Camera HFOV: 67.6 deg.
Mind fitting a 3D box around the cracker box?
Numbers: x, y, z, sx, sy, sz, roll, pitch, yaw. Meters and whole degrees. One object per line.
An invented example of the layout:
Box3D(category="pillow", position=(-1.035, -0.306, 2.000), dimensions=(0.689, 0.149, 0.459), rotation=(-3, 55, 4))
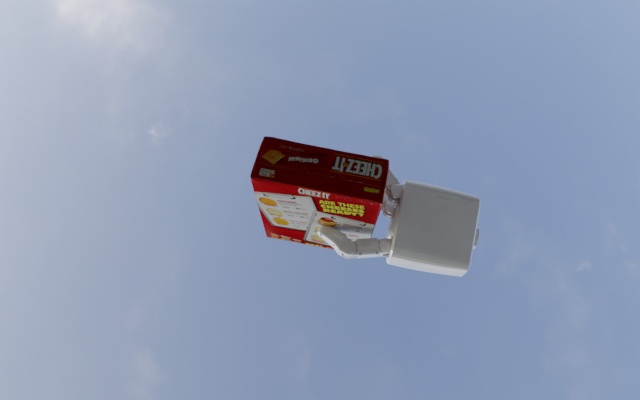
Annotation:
Box3D(category="cracker box", position=(0.000, 0.002, 0.675), dimensions=(0.164, 0.072, 0.214), rotation=(11, -24, 4))
